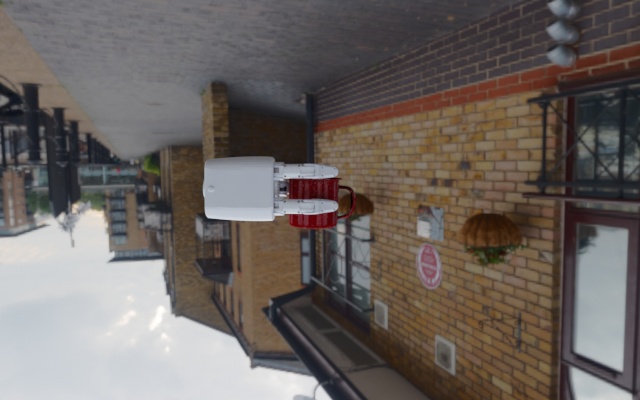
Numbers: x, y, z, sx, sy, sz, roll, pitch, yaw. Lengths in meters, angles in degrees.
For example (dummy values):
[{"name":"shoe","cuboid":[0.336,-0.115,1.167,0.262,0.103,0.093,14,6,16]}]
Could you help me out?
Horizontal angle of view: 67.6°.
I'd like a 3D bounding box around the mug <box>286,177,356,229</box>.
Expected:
[{"name":"mug","cuboid":[0.002,0.003,0.796,0.117,0.081,0.093,1,5,1]}]
